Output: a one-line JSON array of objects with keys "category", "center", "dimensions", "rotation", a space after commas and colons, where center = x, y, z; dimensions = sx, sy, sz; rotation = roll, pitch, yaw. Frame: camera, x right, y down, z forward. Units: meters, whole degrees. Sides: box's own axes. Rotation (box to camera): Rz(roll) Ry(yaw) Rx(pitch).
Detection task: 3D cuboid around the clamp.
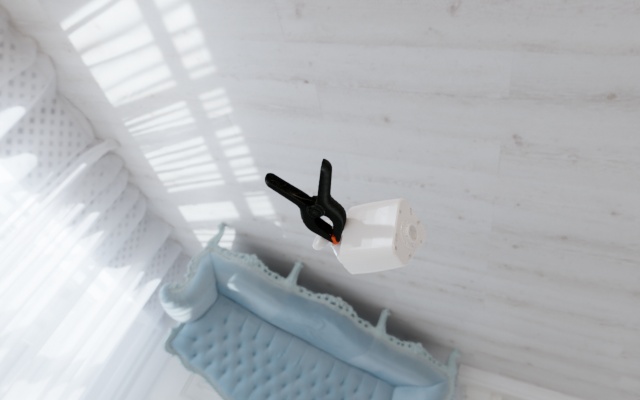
[{"category": "clamp", "center": [0.000, 0.003, 0.785], "dimensions": [0.120, 0.039, 0.171], "rotation": [-16, -52, 38]}]
